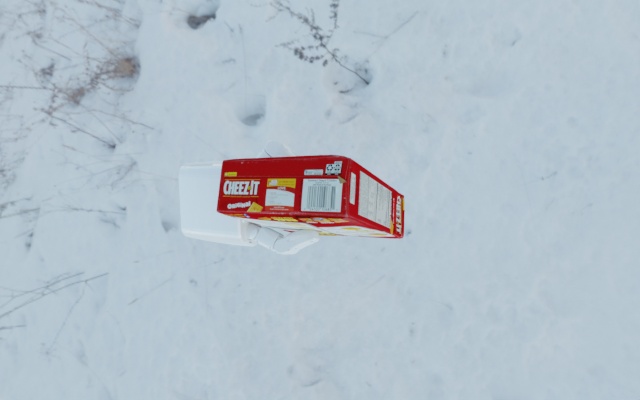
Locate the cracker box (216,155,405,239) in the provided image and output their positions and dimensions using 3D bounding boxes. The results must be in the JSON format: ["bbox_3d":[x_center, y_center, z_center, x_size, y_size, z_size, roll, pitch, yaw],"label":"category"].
[{"bbox_3d":[0.000,0.002,0.606,0.164,0.072,0.214,1,-10,25],"label":"cracker box"}]
